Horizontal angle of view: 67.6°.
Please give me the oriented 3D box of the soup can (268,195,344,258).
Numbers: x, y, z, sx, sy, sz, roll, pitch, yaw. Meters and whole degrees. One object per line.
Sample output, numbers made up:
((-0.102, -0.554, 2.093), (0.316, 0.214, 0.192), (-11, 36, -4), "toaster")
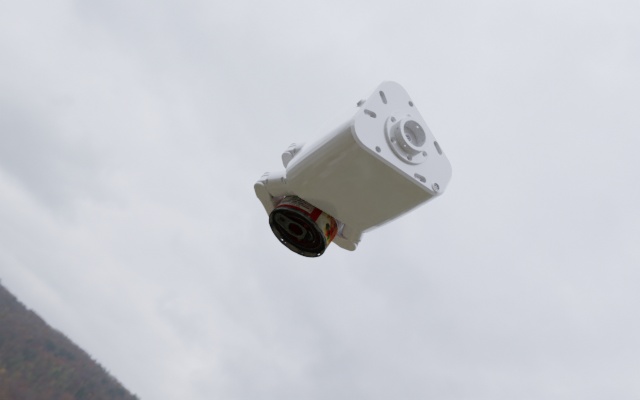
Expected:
((0.000, 0.002, 0.512), (0.068, 0.068, 0.102), (0, 40, 39), "soup can")
